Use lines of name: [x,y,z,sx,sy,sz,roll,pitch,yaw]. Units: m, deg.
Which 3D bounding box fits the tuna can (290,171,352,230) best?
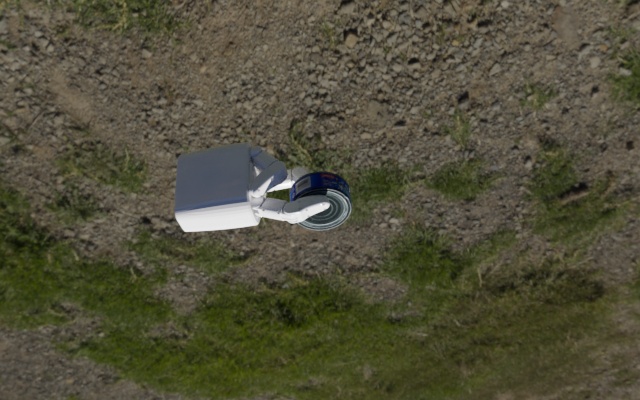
tuna can: [0.000,0.003,0.662,0.086,0.033,0.086,-3,-45,-3]
